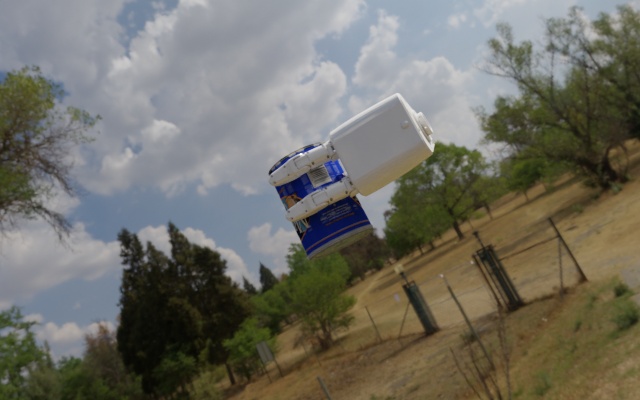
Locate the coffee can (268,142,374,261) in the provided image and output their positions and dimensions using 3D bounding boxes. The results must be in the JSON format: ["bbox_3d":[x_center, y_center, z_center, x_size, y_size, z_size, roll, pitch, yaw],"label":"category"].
[{"bbox_3d":[0.000,0.002,0.688,0.103,0.140,0.103,-25,-12,-6],"label":"coffee can"}]
